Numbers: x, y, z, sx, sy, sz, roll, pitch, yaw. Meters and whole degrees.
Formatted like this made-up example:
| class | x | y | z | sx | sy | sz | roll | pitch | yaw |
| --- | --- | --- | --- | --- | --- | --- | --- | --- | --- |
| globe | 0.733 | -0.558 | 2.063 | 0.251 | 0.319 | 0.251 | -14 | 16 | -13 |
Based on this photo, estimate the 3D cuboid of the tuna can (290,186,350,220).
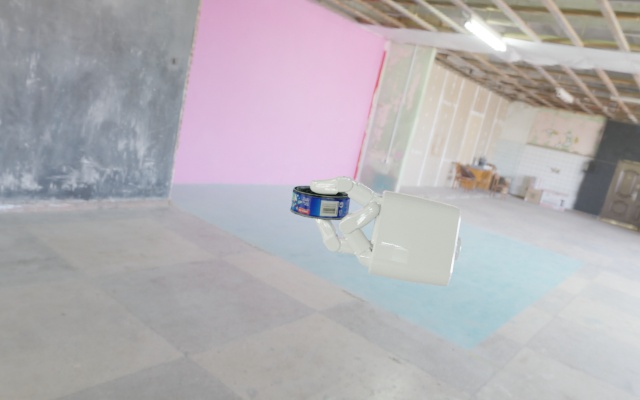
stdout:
| class | x | y | z | sx | sy | sz | roll | pitch | yaw |
| --- | --- | --- | --- | --- | --- | --- | --- | --- | --- |
| tuna can | 0.000 | 0.002 | 0.692 | 0.086 | 0.034 | 0.086 | 7 | 11 | -1 |
